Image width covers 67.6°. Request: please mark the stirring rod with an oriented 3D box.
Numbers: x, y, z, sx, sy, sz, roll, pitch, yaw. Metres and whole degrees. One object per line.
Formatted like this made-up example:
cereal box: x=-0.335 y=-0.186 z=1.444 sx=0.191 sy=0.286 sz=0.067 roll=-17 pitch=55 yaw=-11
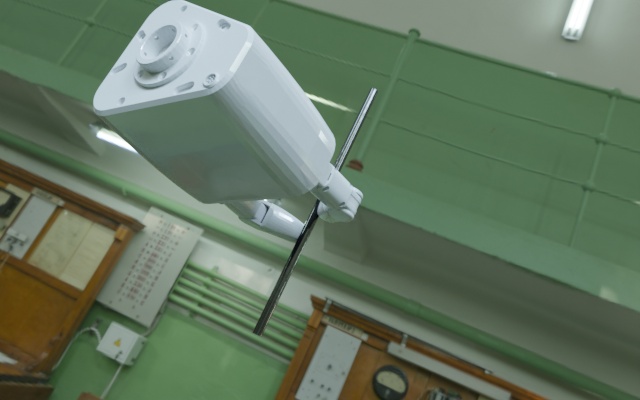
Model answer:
stirring rod: x=0.000 y=0.001 z=0.408 sx=0.011 sy=0.239 sz=0.011 roll=23 pitch=-18 yaw=8
